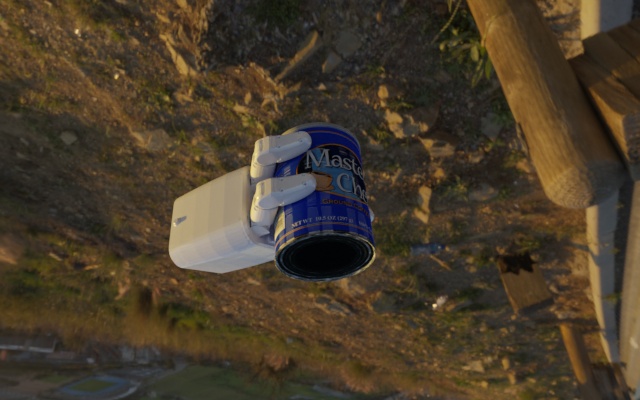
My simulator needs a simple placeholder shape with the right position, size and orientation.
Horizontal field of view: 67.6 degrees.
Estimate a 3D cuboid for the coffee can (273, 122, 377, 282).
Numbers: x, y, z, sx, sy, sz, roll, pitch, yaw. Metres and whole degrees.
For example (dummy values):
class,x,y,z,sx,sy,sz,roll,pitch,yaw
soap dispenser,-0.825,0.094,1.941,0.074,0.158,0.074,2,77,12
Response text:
class,x,y,z,sx,sy,sz,roll,pitch,yaw
coffee can,0.000,0.002,0.514,0.103,0.140,0.103,-4,-35,-3
